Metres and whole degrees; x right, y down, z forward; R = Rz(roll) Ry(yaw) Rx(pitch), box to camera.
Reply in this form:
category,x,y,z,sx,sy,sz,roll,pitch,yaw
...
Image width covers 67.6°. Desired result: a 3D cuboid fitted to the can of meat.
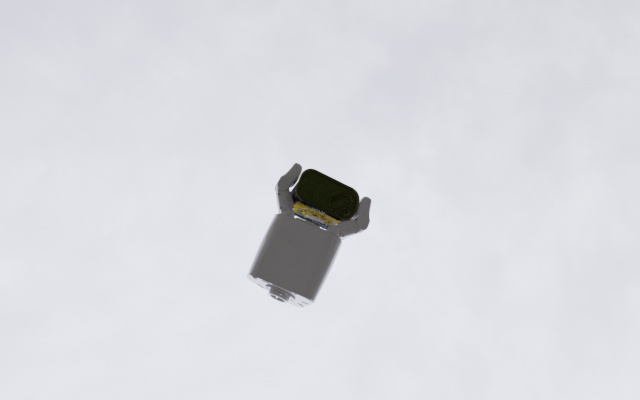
category,x,y,z,sx,sy,sz,roll,pitch,yaw
can of meat,0.000,0.003,0.775,0.102,0.057,0.084,25,-24,-8
